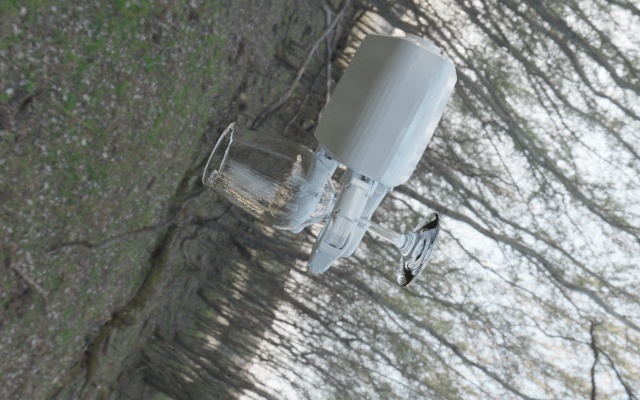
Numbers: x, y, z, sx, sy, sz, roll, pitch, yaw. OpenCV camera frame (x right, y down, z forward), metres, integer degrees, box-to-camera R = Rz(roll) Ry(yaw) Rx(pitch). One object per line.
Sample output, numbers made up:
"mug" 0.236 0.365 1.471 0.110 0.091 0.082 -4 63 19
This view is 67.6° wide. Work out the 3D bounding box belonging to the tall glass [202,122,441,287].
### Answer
"tall glass" 0.001 0.002 0.426 0.201 0.079 0.079 25 -2 -4
